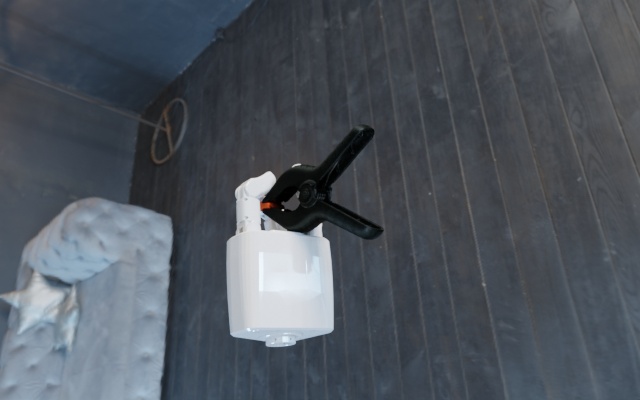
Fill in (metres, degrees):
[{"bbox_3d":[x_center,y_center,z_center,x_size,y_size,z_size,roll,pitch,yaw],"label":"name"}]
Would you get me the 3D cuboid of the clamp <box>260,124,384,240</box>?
[{"bbox_3d":[0.000,0.002,0.529,0.039,0.120,0.171,16,-31,-42],"label":"clamp"}]
